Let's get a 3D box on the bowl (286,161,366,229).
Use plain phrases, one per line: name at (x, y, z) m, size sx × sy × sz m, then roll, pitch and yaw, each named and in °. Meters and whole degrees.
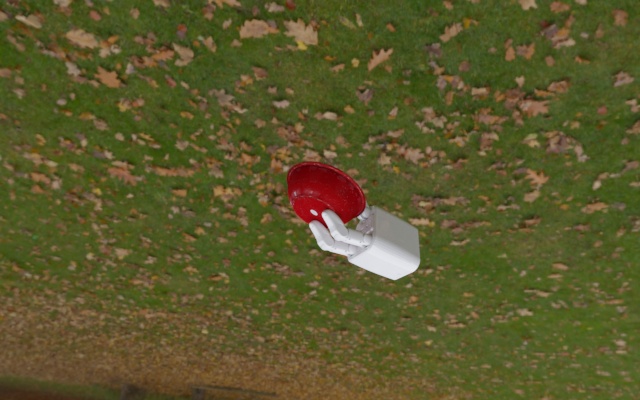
bowl at (-0.001, 0.003, 0.889) m, size 0.162 × 0.055 × 0.162 m, roll 18°, pitch -35°, yaw 13°
